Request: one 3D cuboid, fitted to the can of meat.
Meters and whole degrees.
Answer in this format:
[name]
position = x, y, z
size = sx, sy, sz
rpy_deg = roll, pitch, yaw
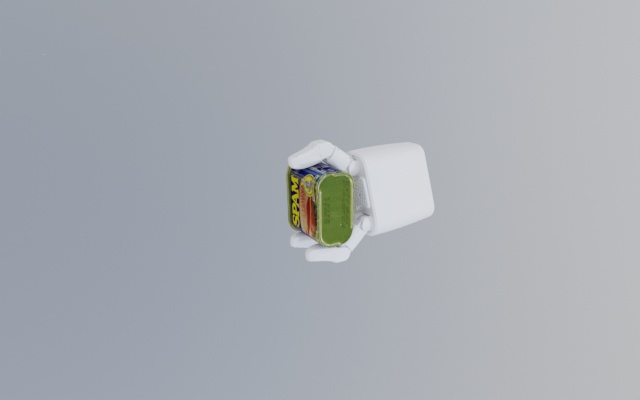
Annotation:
[can of meat]
position = 0.000, 0.002, 0.620
size = 0.057, 0.102, 0.084
rpy_deg = -11, 20, -28
